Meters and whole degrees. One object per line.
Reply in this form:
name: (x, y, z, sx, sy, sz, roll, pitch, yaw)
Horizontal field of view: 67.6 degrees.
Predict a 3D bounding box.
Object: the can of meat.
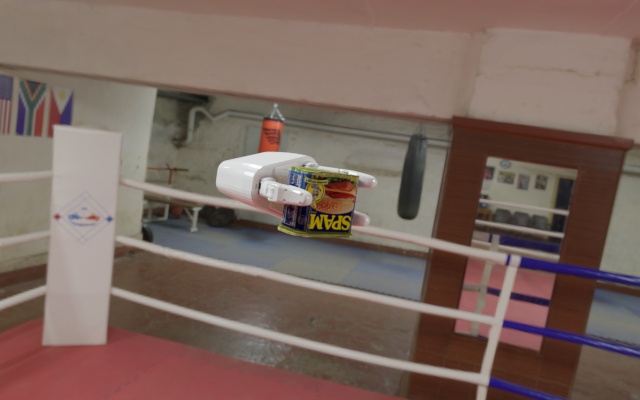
can of meat: (0.000, 0.002, 0.627, 0.102, 0.084, 0.057, 4, 7, -38)
